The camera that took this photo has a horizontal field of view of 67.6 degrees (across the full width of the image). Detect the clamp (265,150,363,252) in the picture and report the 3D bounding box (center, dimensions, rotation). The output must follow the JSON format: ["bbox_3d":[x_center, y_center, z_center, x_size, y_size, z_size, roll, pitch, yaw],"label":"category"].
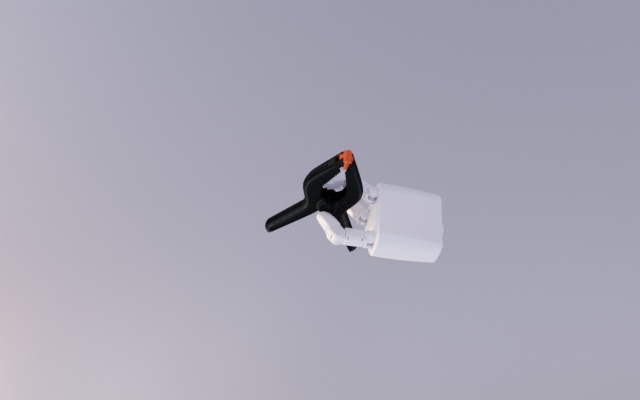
[{"bbox_3d":[0.000,0.003,0.765,0.164,0.036,0.210,9,-44,-6],"label":"clamp"}]
